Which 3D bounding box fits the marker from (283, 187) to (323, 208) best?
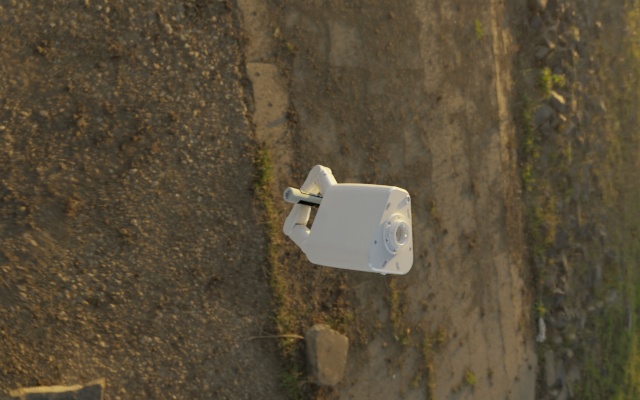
[{"bbox_3d":[0.000,0.002,0.661,0.121,0.020,0.020,13,-9,-44],"label":"marker"}]
